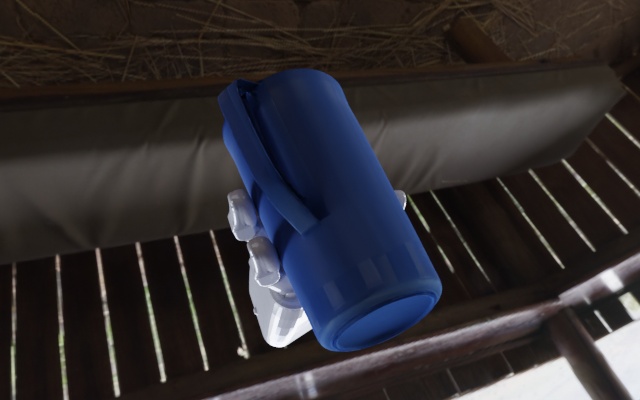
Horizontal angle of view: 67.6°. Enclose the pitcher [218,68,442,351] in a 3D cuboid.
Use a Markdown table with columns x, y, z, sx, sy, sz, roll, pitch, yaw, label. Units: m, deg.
| x | y | z | sx | sy | sz | roll | pitch | yaw | label |
| --- | --- | --- | --- | --- | --- | --- | --- | --- | --- |
| 0.000 | 0.002 | 0.428 | 0.149 | 0.242 | 0.145 | -11 | -35 | -23 | pitcher |
